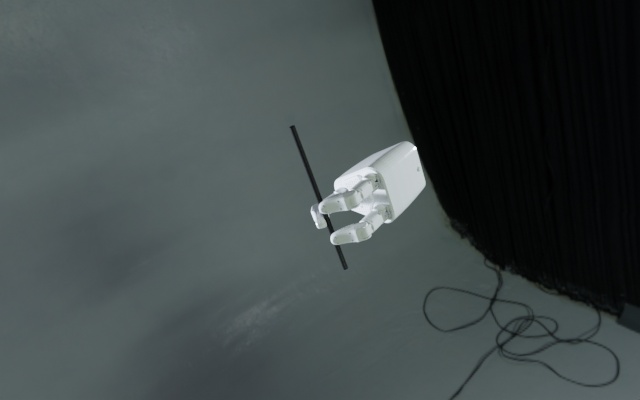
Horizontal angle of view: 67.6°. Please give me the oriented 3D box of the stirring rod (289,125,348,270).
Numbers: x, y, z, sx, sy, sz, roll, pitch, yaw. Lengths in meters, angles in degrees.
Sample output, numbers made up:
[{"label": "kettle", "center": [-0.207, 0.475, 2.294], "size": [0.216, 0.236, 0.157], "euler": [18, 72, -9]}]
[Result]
[{"label": "stirring rod", "center": [0.000, 0.002, 0.701], "size": [0.011, 0.240, 0.011], "euler": [-17, 23, 8]}]
